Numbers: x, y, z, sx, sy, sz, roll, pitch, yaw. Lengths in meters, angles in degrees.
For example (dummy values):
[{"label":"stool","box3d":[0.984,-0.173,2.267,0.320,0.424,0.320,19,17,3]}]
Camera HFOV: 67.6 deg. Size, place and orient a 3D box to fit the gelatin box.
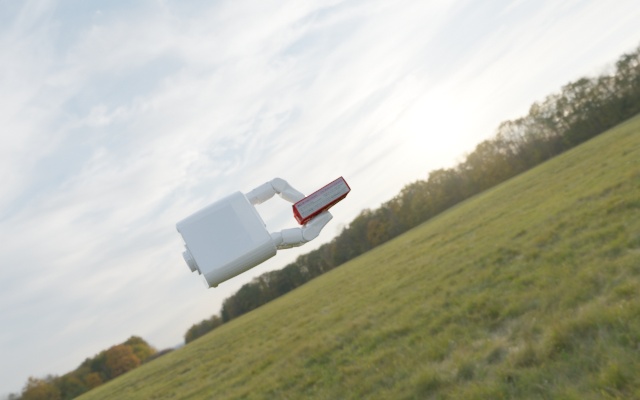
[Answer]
[{"label":"gelatin box","box3d":[0.000,0.002,0.725,0.089,0.030,0.073,-32,-6,-7]}]
